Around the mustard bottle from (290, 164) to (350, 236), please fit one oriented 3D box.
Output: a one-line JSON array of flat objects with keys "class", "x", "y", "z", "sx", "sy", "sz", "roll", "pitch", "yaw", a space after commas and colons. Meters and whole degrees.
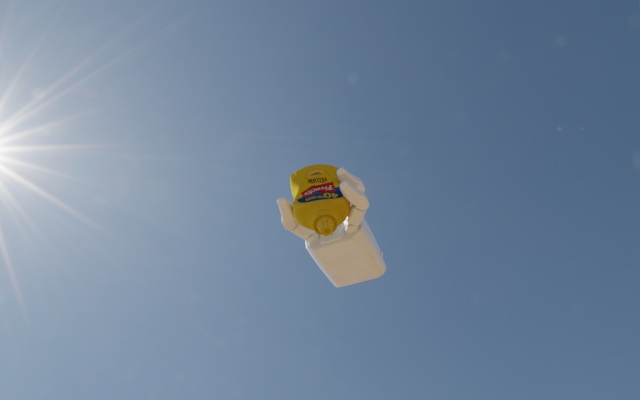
[{"class": "mustard bottle", "x": 0.000, "y": 0.002, "z": 0.809, "sx": 0.096, "sy": 0.058, "sz": 0.191, "roll": -7, "pitch": 29, "yaw": -3}]
